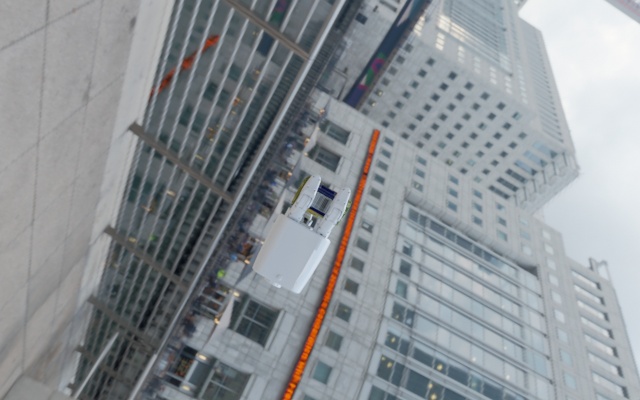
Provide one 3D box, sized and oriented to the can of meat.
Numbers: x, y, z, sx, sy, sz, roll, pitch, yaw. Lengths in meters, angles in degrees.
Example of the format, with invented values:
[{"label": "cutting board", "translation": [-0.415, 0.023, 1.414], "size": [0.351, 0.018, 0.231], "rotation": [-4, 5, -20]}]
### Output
[{"label": "can of meat", "translation": [0.000, 0.003, 0.847], "size": [0.084, 0.057, 0.102], "rotation": [30, -5, -7]}]
